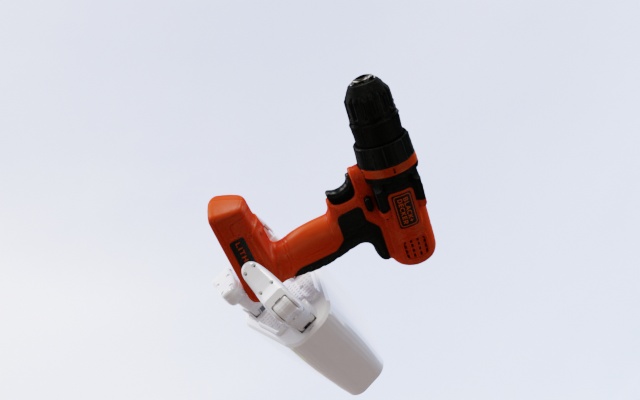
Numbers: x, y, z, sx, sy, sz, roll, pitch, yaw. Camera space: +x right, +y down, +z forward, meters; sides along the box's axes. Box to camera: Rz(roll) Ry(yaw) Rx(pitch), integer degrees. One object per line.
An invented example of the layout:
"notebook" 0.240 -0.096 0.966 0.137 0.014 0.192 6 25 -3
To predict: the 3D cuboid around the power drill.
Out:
"power drill" 0.000 0.002 0.426 0.187 0.184 0.057 -20 23 3
